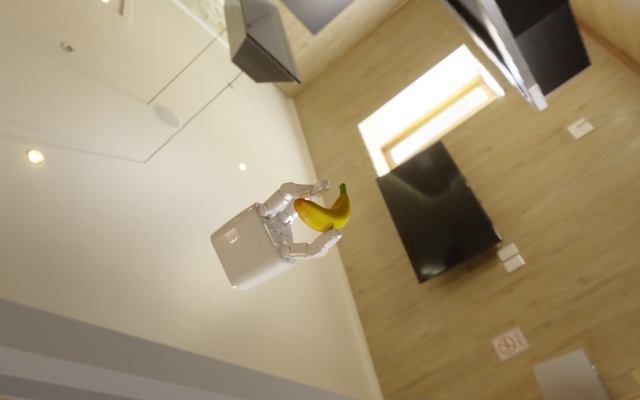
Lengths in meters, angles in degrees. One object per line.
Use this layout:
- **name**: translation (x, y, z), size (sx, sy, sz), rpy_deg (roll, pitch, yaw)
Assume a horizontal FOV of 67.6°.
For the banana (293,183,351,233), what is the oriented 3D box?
- **banana**: translation (0.010, 0.019, 0.754), size (0.037, 0.069, 0.198), rpy_deg (-28, -2, 22)
